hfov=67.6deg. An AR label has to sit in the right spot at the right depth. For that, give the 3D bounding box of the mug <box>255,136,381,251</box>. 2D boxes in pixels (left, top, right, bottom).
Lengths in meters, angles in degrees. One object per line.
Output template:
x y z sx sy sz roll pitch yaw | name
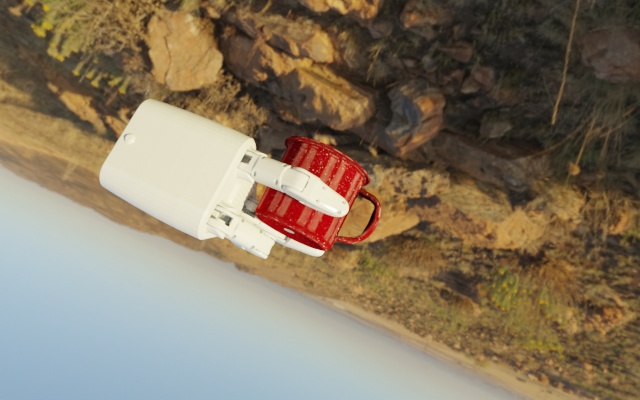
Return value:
0.001 0.002 0.461 0.117 0.081 0.093 25 -12 8 | mug
